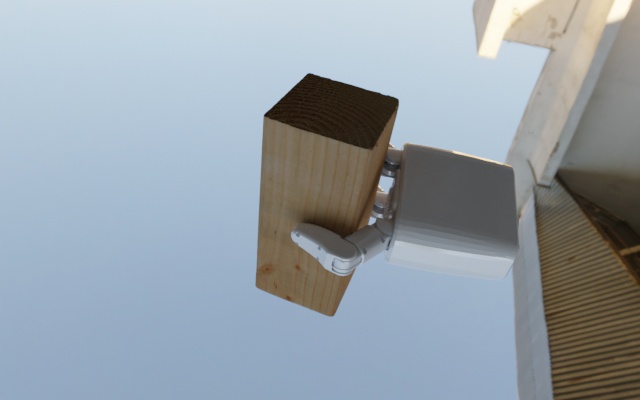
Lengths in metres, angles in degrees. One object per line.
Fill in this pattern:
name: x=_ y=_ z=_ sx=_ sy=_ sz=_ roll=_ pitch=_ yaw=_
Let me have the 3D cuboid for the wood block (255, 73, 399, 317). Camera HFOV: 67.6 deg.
wood block: x=0.000 y=0.002 z=0.451 sx=0.090 sy=0.206 sz=0.090 roll=19 pitch=41 yaw=12
